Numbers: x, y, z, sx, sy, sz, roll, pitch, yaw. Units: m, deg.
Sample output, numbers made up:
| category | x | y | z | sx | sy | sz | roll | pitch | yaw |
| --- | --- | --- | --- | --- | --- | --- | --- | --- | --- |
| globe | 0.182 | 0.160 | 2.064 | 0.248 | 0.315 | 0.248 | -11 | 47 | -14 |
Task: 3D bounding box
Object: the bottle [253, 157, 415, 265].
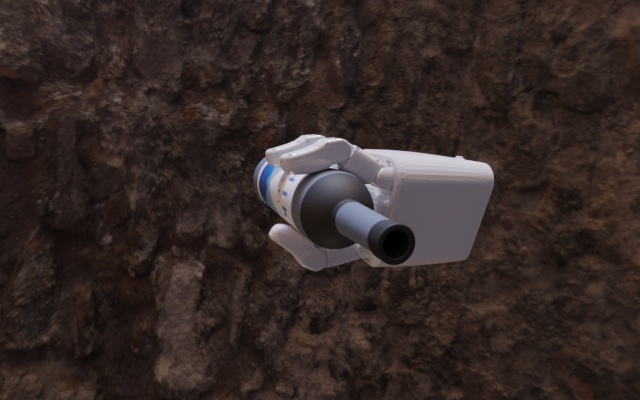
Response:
| category | x | y | z | sx | sy | sz | roll | pitch | yaw |
| --- | --- | --- | --- | --- | --- | --- | --- | --- | --- |
| bottle | 0.000 | 0.001 | 0.436 | 0.069 | 0.069 | 0.295 | 0 | 10 | -19 |
